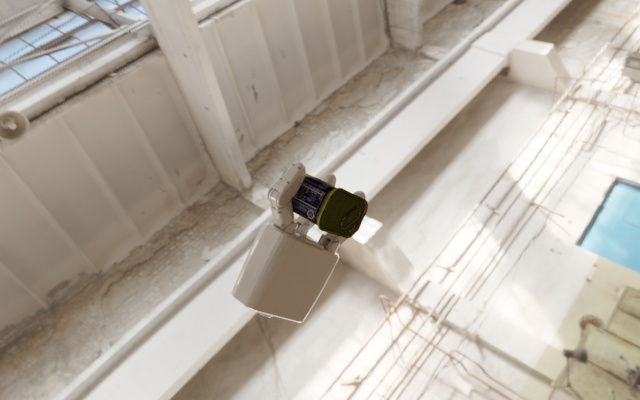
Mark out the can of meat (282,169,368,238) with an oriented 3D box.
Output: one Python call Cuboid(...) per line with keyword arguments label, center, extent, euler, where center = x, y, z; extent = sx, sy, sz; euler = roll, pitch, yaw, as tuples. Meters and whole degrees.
Cuboid(label="can of meat", center=(0.000, 0.002, 0.622), extent=(0.084, 0.057, 0.102), euler=(27, 3, 33))
